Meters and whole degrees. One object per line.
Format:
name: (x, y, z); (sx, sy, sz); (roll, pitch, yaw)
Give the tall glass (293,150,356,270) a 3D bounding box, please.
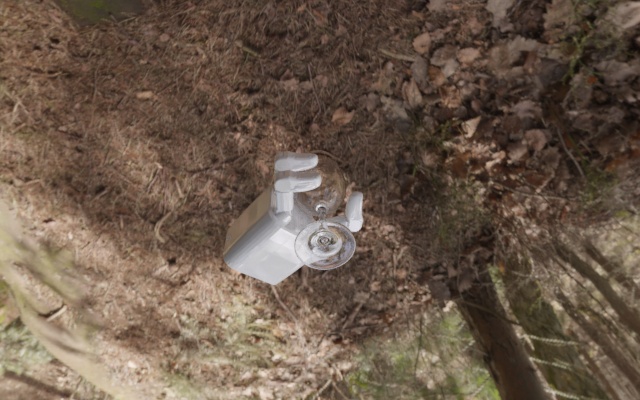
tall glass: (0.000, 0.002, 0.657); (0.079, 0.079, 0.201); (0, 33, -3)
